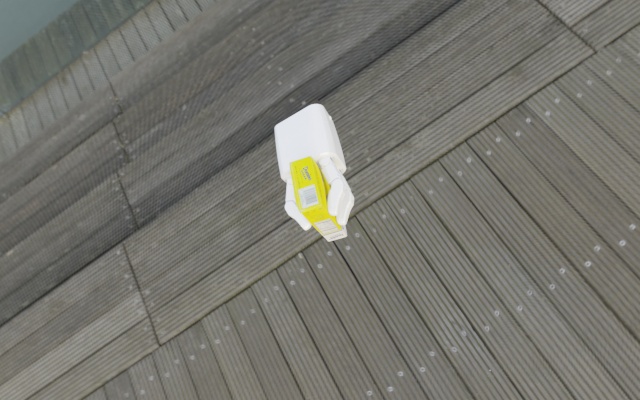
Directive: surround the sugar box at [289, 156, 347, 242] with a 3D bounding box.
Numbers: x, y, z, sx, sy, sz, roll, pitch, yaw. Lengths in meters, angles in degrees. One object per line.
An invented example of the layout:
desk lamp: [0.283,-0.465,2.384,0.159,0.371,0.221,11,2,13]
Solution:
sugar box: [0.001,0.002,0.837,0.048,0.093,0.176,-17,-24,13]
